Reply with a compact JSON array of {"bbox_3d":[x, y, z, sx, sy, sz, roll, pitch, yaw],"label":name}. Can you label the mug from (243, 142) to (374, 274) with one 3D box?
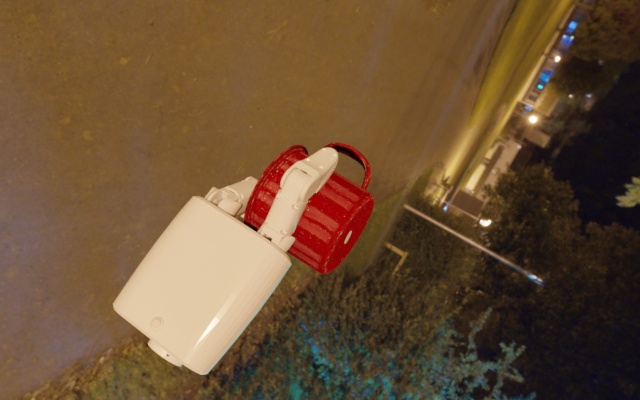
[{"bbox_3d":[0.001,0.000,0.423,0.081,0.117,0.093,32,-15,16],"label":"mug"}]
